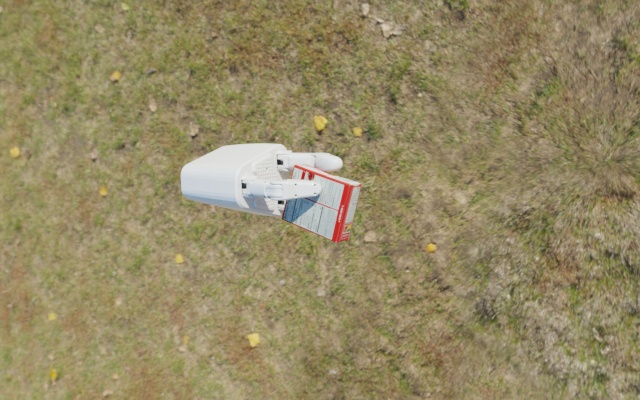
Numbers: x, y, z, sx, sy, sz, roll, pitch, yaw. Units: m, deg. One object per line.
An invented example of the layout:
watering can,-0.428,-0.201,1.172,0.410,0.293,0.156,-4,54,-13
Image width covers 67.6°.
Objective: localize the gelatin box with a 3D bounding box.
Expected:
gelatin box,0.000,0.002,0.584,0.089,0.073,0.030,21,16,32
